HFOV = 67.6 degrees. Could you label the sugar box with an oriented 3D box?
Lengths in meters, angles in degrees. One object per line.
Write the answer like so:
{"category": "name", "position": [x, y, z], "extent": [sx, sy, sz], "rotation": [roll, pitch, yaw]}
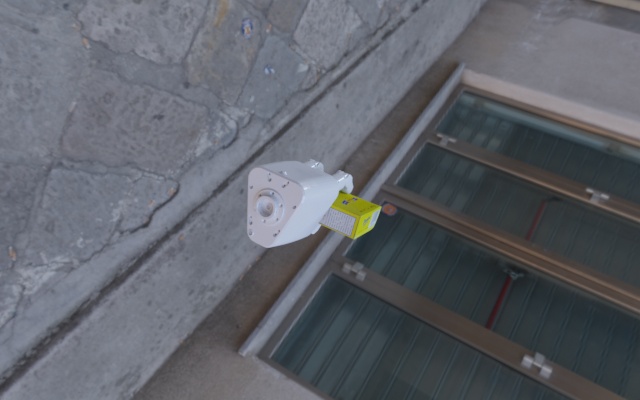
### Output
{"category": "sugar box", "position": [0.000, 0.002, 0.776], "extent": [0.176, 0.048, 0.093], "rotation": [25, 18, 21]}
